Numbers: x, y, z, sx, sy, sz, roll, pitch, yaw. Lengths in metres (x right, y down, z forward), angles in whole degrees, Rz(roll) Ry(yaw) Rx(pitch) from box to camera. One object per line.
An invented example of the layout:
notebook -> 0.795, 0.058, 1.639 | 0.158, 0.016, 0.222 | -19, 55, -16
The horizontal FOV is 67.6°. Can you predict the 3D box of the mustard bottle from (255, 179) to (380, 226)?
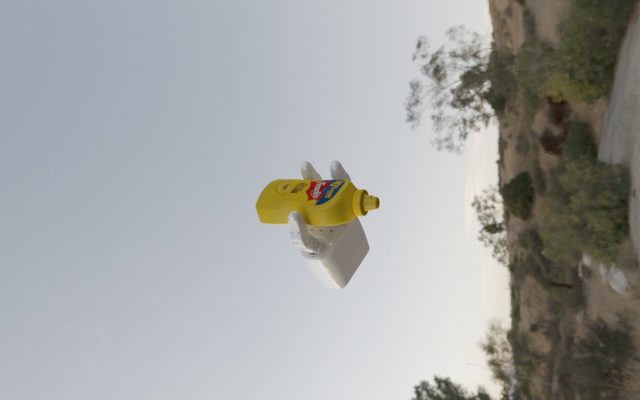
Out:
mustard bottle -> 0.000, 0.002, 0.749 | 0.191, 0.058, 0.096 | 2, 30, 27
